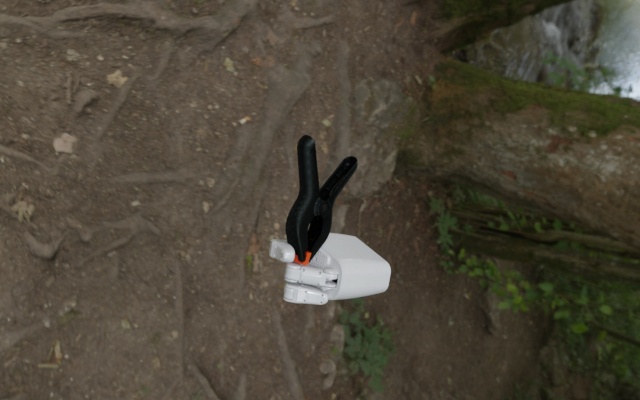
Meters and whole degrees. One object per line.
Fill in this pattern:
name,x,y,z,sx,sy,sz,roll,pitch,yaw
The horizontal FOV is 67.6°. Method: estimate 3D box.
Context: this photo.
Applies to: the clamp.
clamp,0.000,0.002,0.657,0.120,0.171,0.039,5,11,-44
